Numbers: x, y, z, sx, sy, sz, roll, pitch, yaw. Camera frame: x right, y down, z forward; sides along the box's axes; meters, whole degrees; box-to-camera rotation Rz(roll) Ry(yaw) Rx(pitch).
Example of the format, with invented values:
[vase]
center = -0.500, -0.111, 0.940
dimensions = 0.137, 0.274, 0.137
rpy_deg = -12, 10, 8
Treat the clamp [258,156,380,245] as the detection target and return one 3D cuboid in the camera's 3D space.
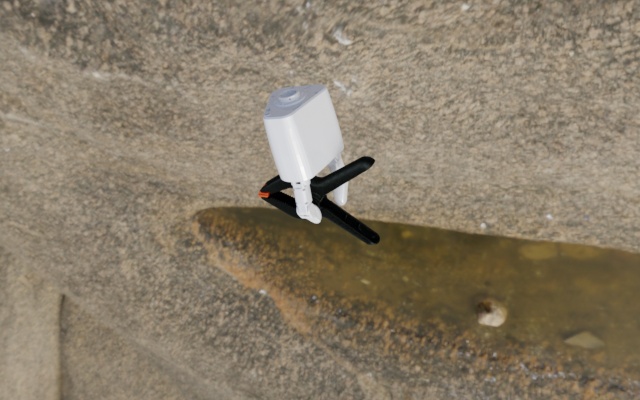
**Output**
[clamp]
center = -0.001, 0.003, 0.776
dimensions = 0.210, 0.165, 0.036
rpy_deg = 1, 35, 25
